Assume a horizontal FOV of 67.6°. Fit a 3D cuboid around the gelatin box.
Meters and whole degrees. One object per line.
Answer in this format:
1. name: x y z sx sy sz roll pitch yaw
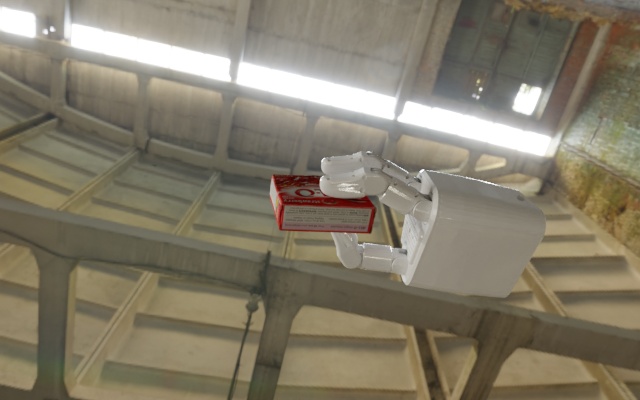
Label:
1. gelatin box: 0.000 0.002 0.455 0.089 0.030 0.073 2 23 -13
